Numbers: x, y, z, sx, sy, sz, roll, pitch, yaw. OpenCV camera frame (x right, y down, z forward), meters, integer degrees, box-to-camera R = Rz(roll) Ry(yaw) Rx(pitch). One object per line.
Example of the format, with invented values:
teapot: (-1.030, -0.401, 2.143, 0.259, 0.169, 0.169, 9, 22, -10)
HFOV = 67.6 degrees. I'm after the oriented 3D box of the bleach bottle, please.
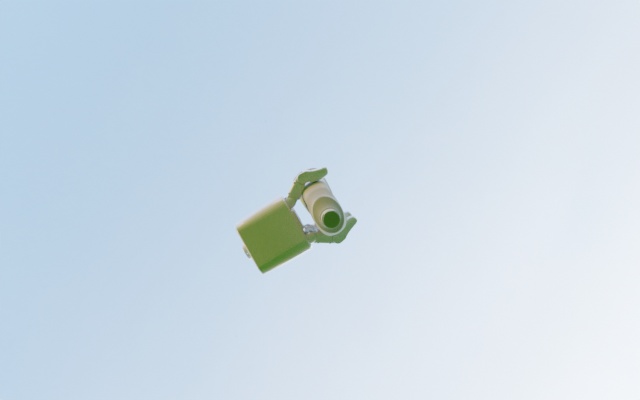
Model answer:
bleach bottle: (0.000, 0.003, 0.889, 0.068, 0.102, 0.251, -29, 11, -1)
